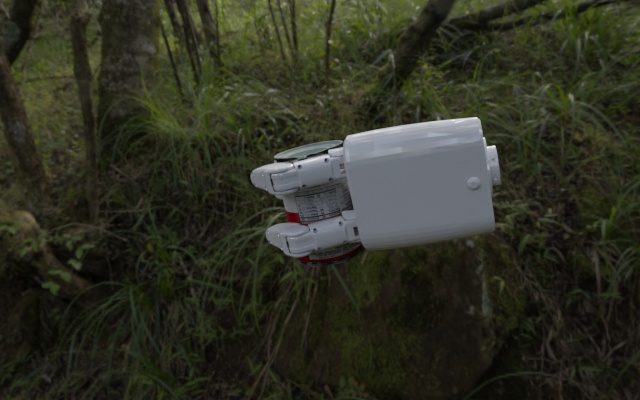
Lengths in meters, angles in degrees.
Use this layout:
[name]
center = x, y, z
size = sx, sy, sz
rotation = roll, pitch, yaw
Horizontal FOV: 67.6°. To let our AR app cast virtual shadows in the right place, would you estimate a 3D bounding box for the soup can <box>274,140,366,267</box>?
[soup can]
center = 0.000, 0.001, 0.443
size = 0.068, 0.102, 0.068
rotation = -12, 14, 3
